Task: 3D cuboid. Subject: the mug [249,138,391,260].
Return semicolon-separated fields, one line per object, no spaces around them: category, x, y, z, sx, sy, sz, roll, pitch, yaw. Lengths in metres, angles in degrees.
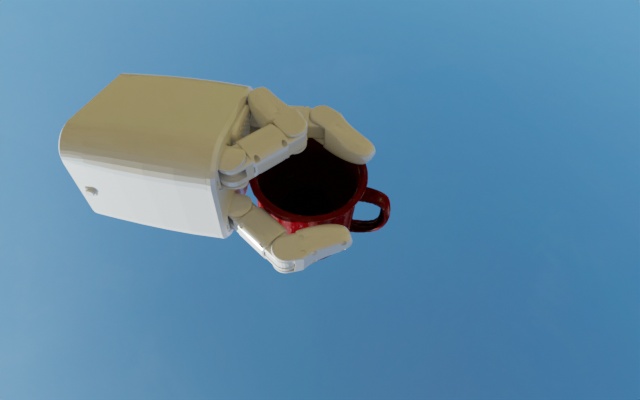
mug;0.001;0.002;0.401;0.117;0.093;0.082;10;-34;2
